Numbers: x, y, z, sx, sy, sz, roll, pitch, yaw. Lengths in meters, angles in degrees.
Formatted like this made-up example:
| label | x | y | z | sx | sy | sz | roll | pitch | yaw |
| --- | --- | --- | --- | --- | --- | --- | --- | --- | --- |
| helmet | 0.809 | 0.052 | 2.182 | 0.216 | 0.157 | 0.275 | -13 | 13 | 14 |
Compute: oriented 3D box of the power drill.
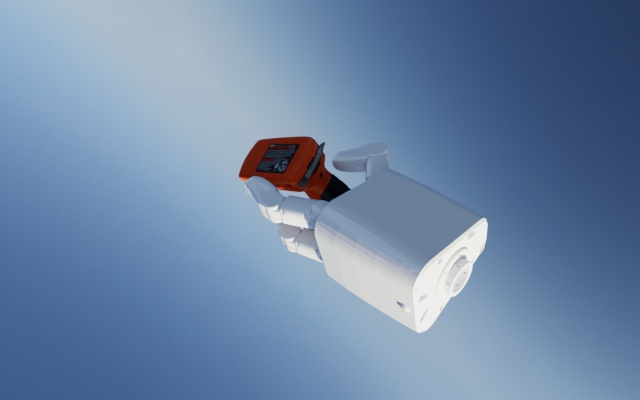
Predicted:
| label | x | y | z | sx | sy | sz | roll | pitch | yaw |
| --- | --- | --- | --- | --- | --- | --- | --- | --- | --- |
| power drill | 0.000 | 0.002 | 0.547 | 0.184 | 0.057 | 0.188 | 4 | -26 | 49 |
